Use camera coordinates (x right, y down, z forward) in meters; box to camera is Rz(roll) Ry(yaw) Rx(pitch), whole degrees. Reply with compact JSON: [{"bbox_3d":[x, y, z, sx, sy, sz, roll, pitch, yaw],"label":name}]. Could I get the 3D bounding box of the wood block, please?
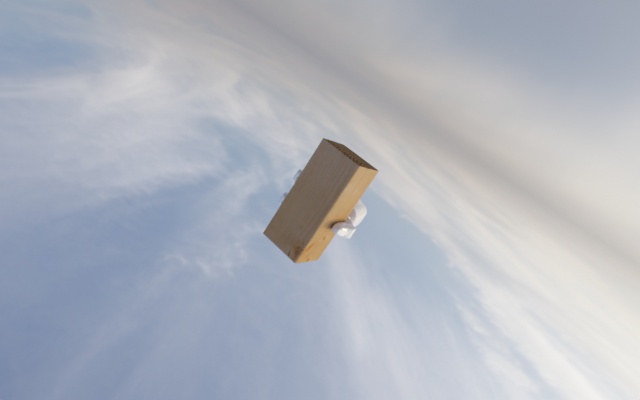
[{"bbox_3d":[0.000,0.003,0.861,0.090,0.206,0.090,40,16,24],"label":"wood block"}]
